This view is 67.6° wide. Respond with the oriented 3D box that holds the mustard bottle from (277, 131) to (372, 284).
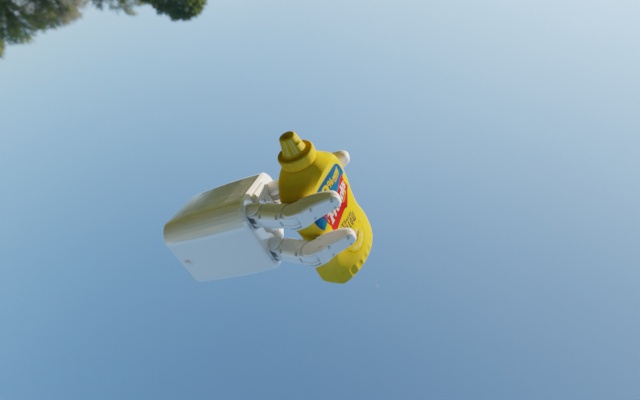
[{"bbox_3d":[0.000,0.002,0.546,0.058,0.192,0.096,4,47,36],"label":"mustard bottle"}]
